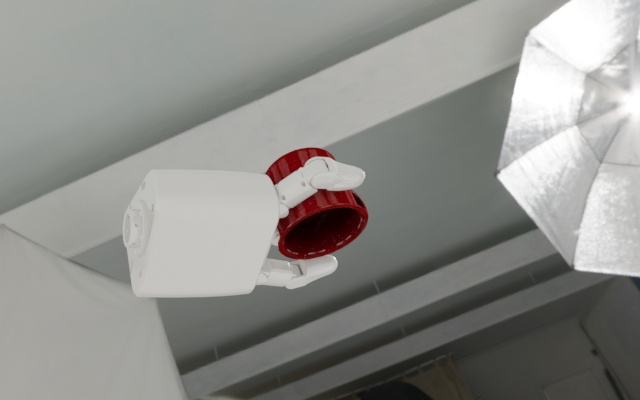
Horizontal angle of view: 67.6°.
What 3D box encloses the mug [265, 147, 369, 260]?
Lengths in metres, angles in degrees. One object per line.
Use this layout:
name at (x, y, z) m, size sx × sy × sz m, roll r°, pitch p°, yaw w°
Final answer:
mug at (0.001, 0.001, 0.491) m, size 0.117 × 0.081 × 0.093 m, roll 4°, pitch -40°, yaw -36°
